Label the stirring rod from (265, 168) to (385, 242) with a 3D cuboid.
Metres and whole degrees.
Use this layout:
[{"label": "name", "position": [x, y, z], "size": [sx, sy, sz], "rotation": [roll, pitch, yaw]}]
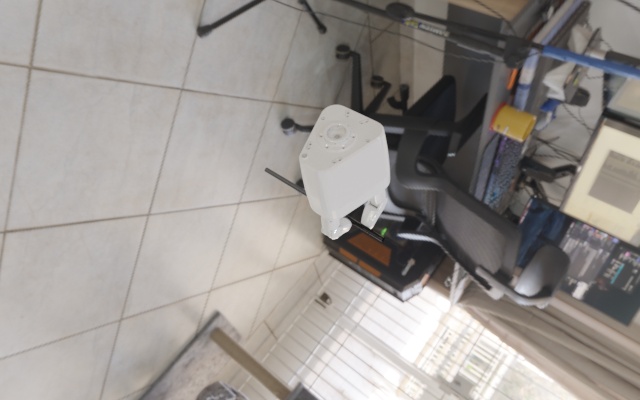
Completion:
[{"label": "stirring rod", "position": [0.000, 0.002, 0.756], "size": [0.239, 0.011, 0.011], "rotation": [31, 15, 27]}]
